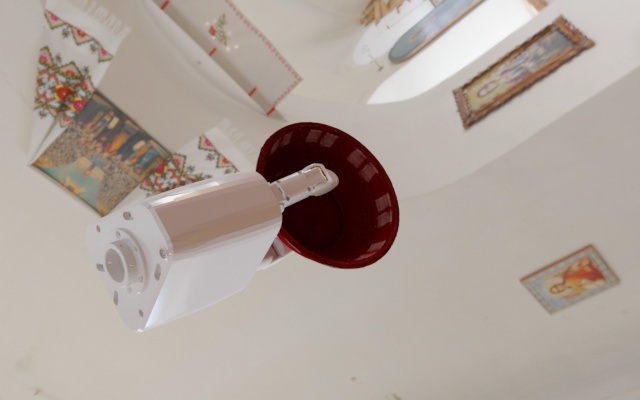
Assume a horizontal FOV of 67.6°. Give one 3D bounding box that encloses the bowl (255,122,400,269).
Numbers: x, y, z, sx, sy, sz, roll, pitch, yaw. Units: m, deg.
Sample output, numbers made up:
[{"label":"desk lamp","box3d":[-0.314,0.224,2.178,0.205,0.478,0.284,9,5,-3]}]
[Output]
[{"label":"bowl","box3d":[0.001,0.002,0.488,0.162,0.162,0.055,0,-26,-32]}]
